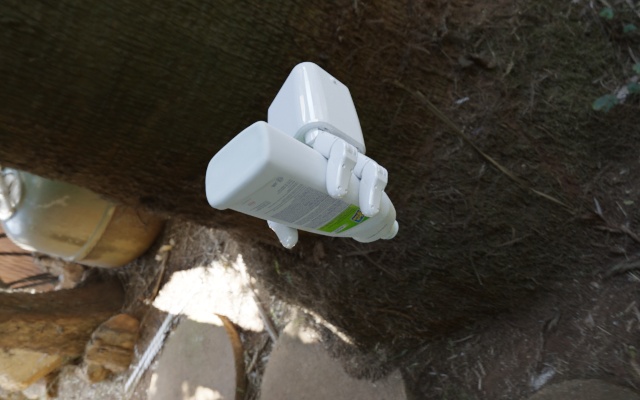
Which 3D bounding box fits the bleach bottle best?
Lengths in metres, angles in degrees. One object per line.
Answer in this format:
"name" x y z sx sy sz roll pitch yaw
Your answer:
"bleach bottle" 0.000 0.002 0.554 0.102 0.068 0.251 -33 -40 30
